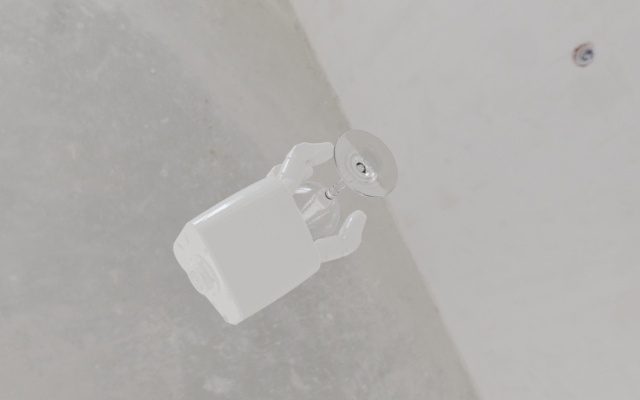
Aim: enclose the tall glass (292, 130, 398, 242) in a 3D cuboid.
[{"bbox_3d":[0.001,0.002,0.546,0.079,0.079,0.201,0,-23,-29],"label":"tall glass"}]
